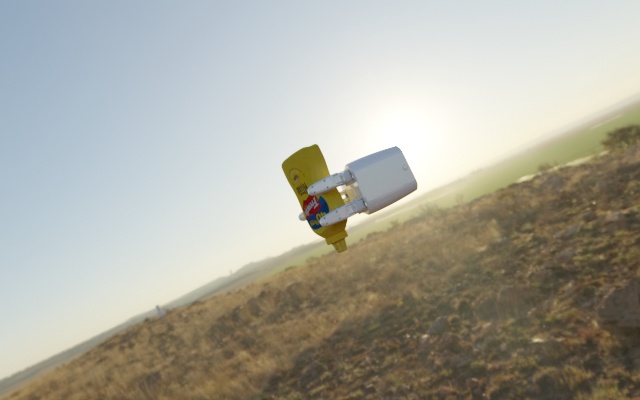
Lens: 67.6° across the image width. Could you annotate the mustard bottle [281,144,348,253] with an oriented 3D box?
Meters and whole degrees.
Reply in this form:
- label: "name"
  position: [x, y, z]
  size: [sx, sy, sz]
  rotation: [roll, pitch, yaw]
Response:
- label: "mustard bottle"
  position: [0.000, 0.003, 0.849]
  size: [0.058, 0.191, 0.096]
  rotation: [-22, -4, -37]
